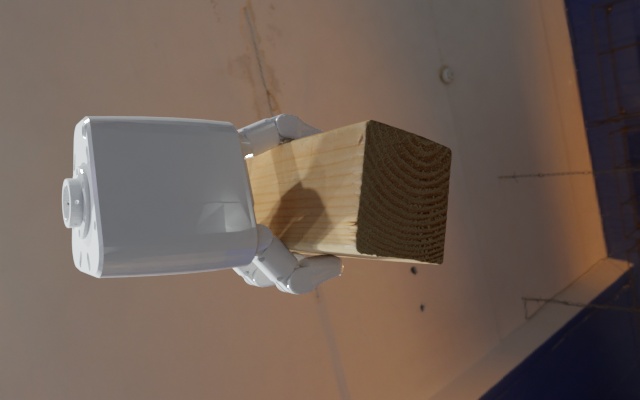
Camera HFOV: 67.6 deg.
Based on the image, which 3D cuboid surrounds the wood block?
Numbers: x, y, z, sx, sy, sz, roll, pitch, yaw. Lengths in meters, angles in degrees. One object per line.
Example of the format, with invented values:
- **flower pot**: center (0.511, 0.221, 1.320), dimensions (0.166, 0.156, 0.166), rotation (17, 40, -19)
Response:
- **wood block**: center (0.000, 0.001, 0.413), dimensions (0.090, 0.091, 0.206), rotation (12, -9, -36)
